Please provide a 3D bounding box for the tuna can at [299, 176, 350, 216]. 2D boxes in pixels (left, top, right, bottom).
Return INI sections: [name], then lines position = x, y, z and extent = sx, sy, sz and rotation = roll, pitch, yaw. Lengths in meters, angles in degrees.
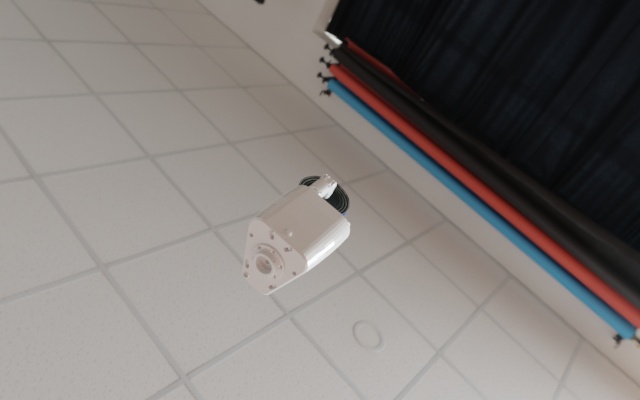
[tuna can]
position = 0.000, 0.003, 0.747
extent = 0.086, 0.086, 0.034
rotation = 0, -43, -30
